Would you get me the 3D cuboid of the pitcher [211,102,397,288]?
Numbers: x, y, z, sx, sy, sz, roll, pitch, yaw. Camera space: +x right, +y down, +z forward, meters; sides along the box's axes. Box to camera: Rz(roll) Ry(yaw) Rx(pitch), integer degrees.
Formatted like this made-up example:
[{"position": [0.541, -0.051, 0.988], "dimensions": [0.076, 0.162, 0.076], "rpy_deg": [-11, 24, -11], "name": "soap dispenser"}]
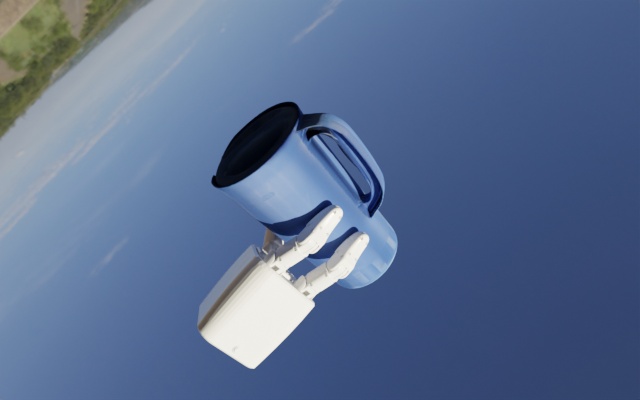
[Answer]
[{"position": [0.000, 0.002, 0.595], "dimensions": [0.243, 0.145, 0.149], "rpy_deg": [45, -7, -31], "name": "pitcher"}]
